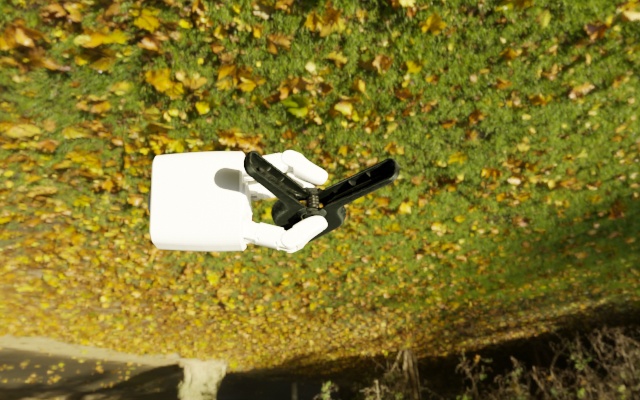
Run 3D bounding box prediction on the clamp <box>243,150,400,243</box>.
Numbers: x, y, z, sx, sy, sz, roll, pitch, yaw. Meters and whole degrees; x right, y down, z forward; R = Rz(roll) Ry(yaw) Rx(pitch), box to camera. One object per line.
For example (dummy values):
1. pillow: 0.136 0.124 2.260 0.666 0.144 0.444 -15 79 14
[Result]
1. clamp: 0.000 0.003 0.576 0.164 0.036 0.210 0 -26 -2
